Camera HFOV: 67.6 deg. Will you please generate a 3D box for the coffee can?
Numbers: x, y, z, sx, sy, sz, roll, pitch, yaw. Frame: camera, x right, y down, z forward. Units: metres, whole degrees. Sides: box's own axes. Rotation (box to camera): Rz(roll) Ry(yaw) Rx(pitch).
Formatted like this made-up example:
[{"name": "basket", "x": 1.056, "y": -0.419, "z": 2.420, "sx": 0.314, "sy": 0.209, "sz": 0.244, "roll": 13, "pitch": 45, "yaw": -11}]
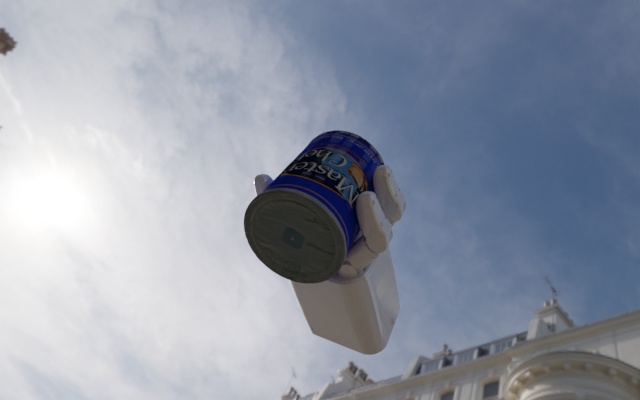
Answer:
[{"name": "coffee can", "x": 0.000, "y": 0.002, "z": 0.492, "sx": 0.103, "sy": 0.103, "sz": 0.140, "roll": 0, "pitch": 30, "yaw": 26}]
